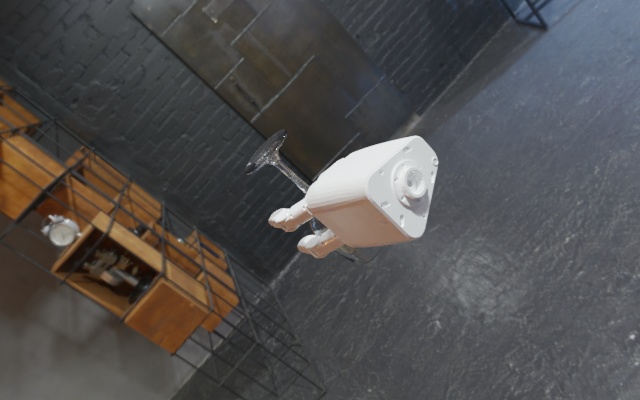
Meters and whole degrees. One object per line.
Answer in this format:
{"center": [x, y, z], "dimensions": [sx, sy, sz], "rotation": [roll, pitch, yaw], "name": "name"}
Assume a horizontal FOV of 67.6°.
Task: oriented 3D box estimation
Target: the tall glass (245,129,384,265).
{"center": [0.000, 0.002, 0.625], "dimensions": [0.201, 0.079, 0.079], "rotation": [43, -19, -22], "name": "tall glass"}
